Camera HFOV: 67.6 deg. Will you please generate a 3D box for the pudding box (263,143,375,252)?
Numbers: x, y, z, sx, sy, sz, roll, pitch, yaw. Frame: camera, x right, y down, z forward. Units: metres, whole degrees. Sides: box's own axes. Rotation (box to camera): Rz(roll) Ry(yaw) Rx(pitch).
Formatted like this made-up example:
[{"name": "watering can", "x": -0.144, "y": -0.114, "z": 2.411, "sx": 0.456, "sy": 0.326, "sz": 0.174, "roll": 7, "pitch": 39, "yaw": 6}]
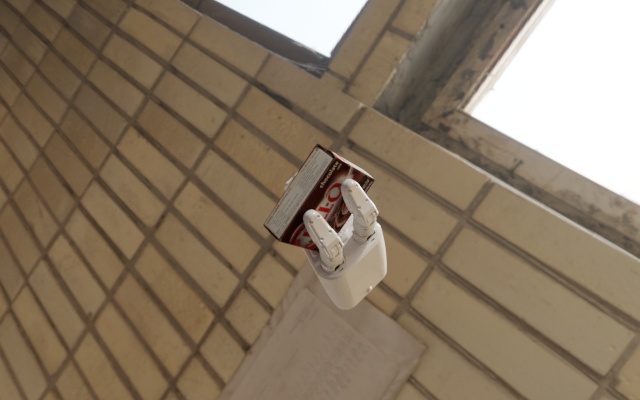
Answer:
[{"name": "pudding box", "x": 0.000, "y": 0.002, "z": 0.546, "sx": 0.039, "sy": 0.113, "sz": 0.090, "roll": 37, "pitch": 9, "yaw": 35}]
